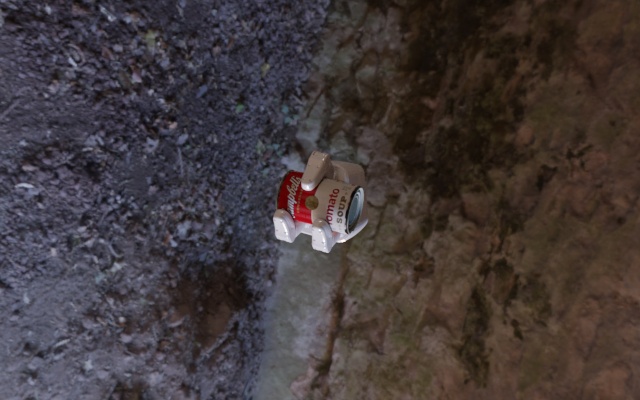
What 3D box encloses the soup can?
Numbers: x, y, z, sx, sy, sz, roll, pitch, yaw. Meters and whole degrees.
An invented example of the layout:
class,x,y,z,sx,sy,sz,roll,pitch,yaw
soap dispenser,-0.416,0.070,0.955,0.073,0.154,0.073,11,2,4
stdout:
class,x,y,z,sx,sy,sz,roll,pitch,yaw
soup can,0.000,0.002,0.644,0.102,0.068,0.068,14,4,19
